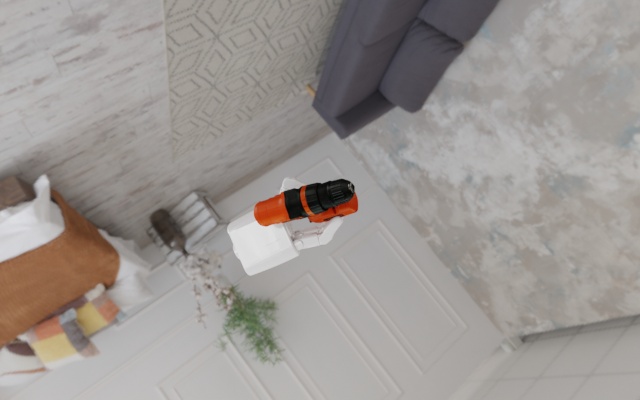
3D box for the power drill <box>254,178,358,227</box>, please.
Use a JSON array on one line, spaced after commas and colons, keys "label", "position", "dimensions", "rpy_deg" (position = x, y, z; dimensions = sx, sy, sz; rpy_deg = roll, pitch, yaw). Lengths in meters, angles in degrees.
[{"label": "power drill", "position": [0.000, 0.003, 0.850], "dimensions": [0.184, 0.057, 0.187], "rpy_deg": [-14, -8, 24]}]
